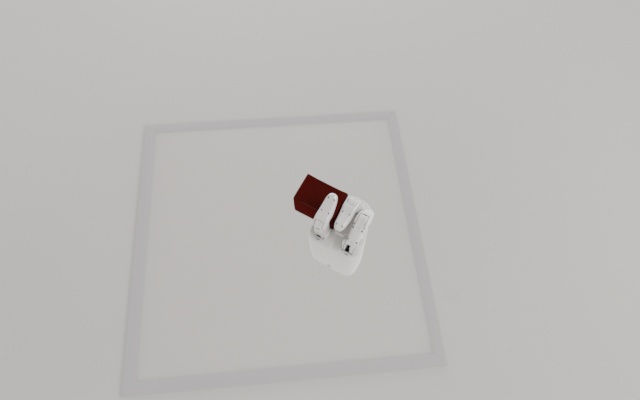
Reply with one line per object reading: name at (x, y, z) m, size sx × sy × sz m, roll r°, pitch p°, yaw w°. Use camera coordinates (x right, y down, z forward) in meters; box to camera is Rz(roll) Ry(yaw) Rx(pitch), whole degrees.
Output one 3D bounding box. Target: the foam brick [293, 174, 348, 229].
foam brick at (0.000, 0.002, 0.803) m, size 0.078 × 0.053 × 0.051 m, roll 28°, pitch -21°, yaw 12°
